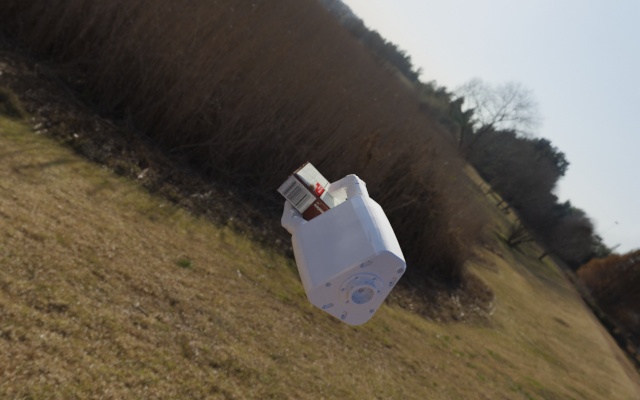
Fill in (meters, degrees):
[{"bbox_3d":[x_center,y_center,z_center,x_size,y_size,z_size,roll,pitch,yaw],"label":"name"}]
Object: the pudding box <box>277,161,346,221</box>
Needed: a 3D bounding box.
[{"bbox_3d":[0.000,0.002,0.674,0.039,0.113,0.090,-43,4,17],"label":"pudding box"}]
